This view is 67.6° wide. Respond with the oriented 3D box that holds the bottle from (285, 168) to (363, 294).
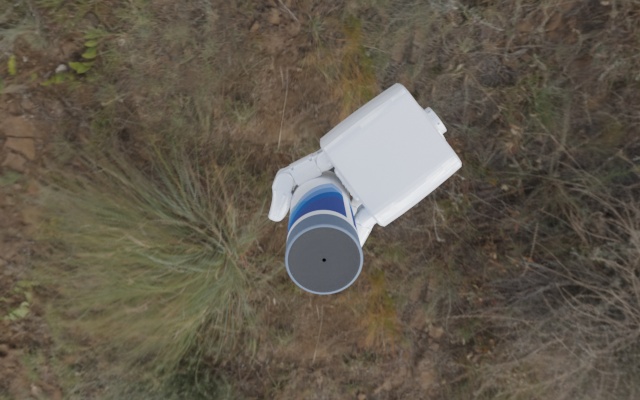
[{"bbox_3d":[0.000,0.002,0.542,0.069,0.069,0.295,0,20,-1],"label":"bottle"}]
